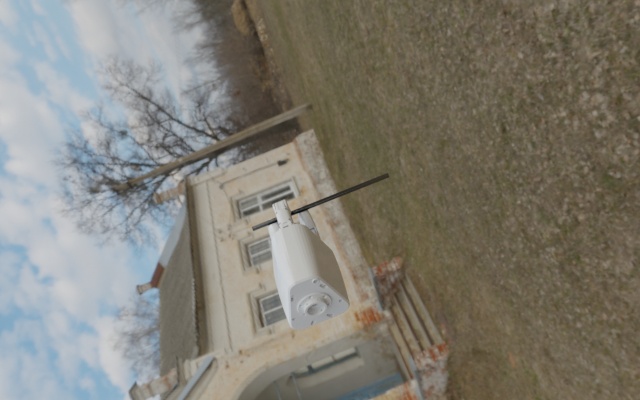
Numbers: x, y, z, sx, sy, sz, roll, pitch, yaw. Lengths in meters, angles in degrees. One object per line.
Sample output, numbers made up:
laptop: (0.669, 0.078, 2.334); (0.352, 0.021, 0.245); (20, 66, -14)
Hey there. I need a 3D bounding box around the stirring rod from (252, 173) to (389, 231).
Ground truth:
stirring rod: (0.000, 0.003, 0.786); (0.239, 0.011, 0.011); (-22, 0, 0)
